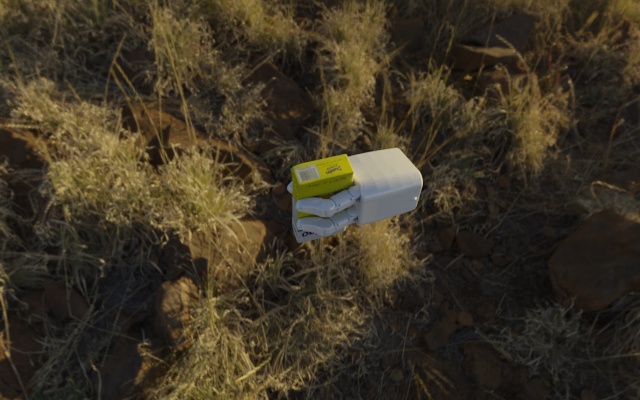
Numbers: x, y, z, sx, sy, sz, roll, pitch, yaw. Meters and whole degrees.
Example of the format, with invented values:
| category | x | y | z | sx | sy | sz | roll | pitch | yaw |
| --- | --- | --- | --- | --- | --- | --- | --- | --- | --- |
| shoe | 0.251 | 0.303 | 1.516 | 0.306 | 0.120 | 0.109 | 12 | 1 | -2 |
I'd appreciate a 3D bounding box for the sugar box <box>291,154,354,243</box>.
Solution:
| category | x | y | z | sx | sy | sz | roll | pitch | yaw |
| --- | --- | --- | --- | --- | --- | --- | --- | --- | --- |
| sugar box | 0.000 | 0.003 | 0.802 | 0.093 | 0.048 | 0.176 | -13 | -36 | -11 |
